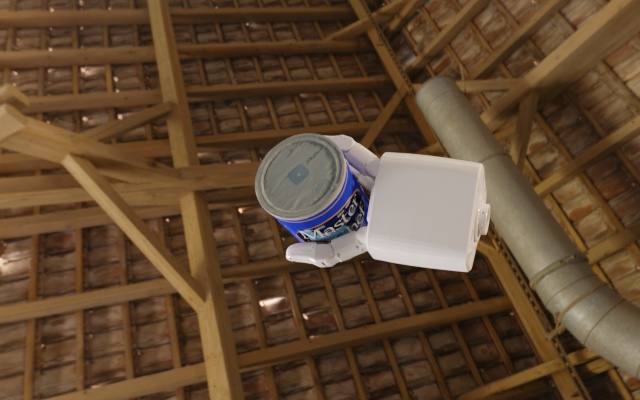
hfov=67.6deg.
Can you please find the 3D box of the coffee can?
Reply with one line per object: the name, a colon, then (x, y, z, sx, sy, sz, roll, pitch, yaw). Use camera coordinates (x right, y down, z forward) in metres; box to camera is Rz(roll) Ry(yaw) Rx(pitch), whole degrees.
coffee can: (0.000, 0.002, 0.562, 0.103, 0.102, 0.140, 0, -25, 22)
